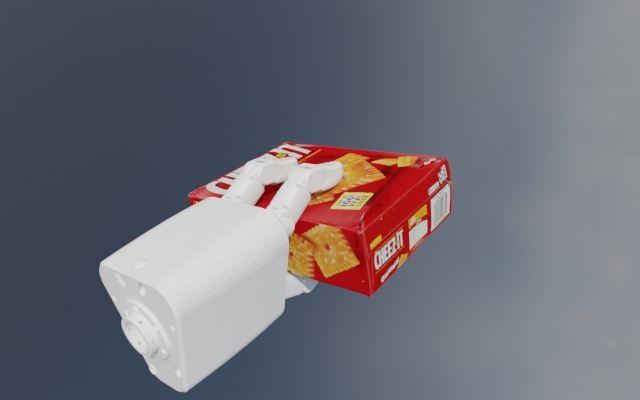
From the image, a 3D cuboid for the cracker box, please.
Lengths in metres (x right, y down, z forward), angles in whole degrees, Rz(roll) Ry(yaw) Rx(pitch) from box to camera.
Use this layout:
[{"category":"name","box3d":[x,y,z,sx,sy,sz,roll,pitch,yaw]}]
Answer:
[{"category":"cracker box","box3d":[0.000,0.002,0.483,0.213,0.072,0.164,11,31,36]}]
